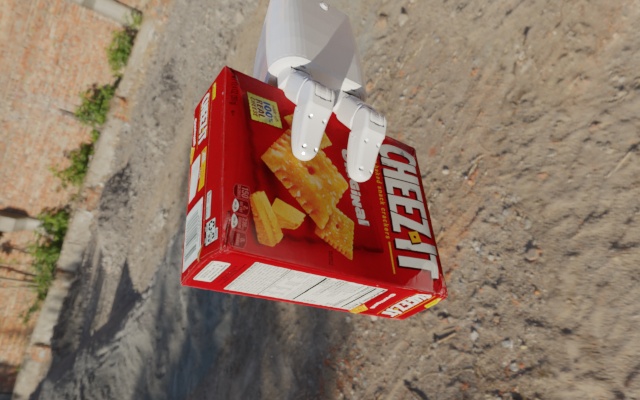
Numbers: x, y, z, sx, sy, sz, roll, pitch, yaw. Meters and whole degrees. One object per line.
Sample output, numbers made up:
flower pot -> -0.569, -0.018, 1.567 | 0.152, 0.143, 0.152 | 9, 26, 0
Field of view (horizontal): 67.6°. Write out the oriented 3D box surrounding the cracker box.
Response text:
cracker box -> 0.000, 0.001, 0.406 | 0.214, 0.164, 0.072 | 17, -37, -31
